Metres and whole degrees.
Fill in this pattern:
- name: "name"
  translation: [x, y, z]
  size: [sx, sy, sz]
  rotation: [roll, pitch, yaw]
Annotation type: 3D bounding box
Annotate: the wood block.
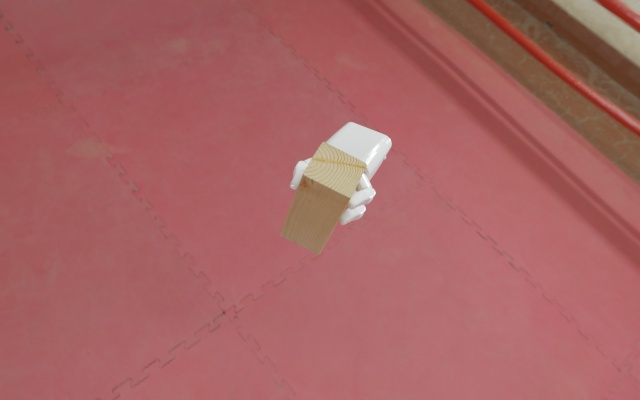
- name: "wood block"
  translation: [0.000, 0.002, 0.886]
  size: [0.091, 0.090, 0.206]
  rotation: [27, -37, 2]
